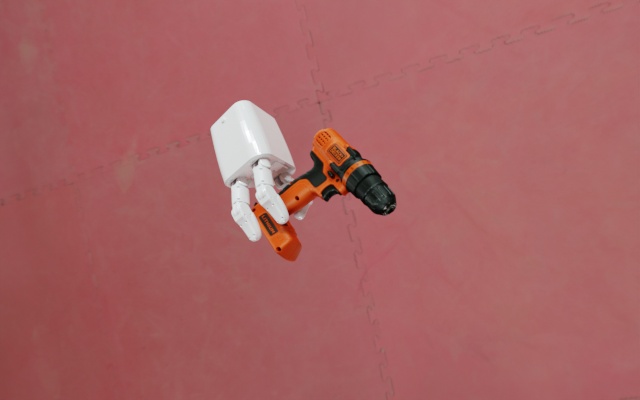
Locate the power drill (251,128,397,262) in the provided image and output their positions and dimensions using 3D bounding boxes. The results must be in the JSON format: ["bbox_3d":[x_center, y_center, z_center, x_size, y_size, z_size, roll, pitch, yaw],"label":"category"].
[{"bbox_3d":[0.000,0.002,0.709,0.184,0.187,0.057,52,6,38],"label":"power drill"}]
